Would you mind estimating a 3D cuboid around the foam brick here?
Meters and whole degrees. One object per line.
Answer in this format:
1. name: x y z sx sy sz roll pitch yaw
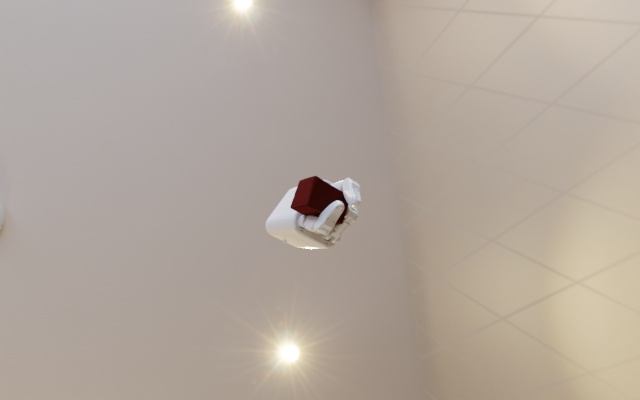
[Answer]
1. foam brick: 0.000 0.002 0.777 0.078 0.053 0.051 30 -22 -30
